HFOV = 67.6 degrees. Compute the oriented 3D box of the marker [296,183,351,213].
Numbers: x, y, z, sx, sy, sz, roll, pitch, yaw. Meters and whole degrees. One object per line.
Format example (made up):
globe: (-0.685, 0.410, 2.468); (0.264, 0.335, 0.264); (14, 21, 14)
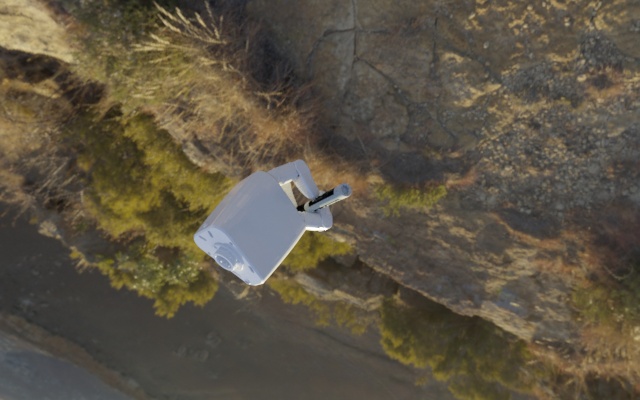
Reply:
marker: (0.000, 0.002, 0.672); (0.020, 0.020, 0.121); (0, -16, -35)
